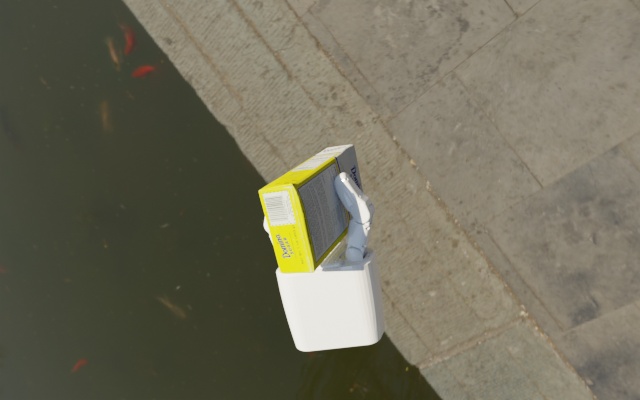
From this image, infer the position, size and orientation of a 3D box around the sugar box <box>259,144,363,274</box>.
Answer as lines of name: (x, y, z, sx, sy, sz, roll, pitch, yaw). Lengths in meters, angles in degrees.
sugar box: (0.000, 0.002, 0.540, 0.048, 0.093, 0.176, -6, 16, 23)
